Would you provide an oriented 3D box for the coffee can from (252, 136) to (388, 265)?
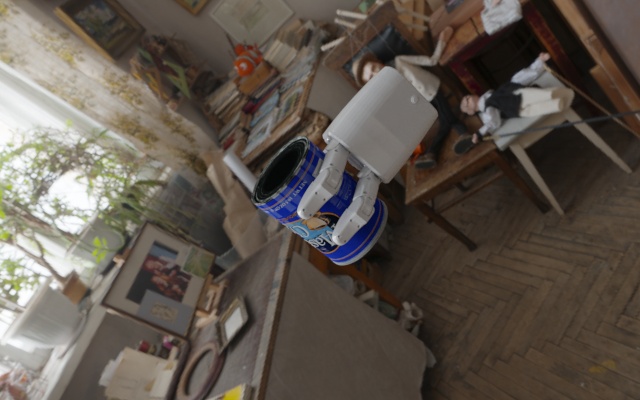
[{"bbox_3d":[0.000,0.002,0.600,0.140,0.102,0.103,38,-18,-24],"label":"coffee can"}]
